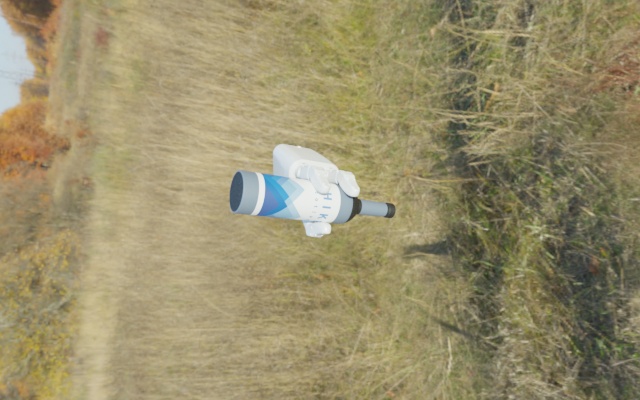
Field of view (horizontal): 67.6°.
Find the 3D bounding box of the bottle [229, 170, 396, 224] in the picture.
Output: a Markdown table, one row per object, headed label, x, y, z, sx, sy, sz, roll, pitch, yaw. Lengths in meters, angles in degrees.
| label | x | y | z | sx | sy | sz | roll | pitch | yaw |
| --- | --- | --- | --- | --- | --- | --- | --- | --- | --- |
| bottle | 0.000 | 0.003 | 0.797 | 0.296 | 0.069 | 0.069 | 7 | -3 | -28 |
